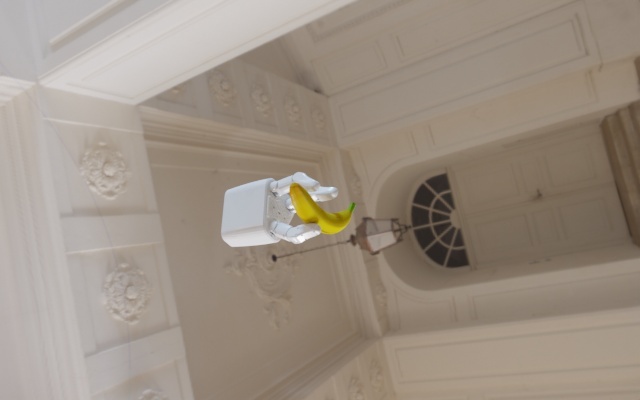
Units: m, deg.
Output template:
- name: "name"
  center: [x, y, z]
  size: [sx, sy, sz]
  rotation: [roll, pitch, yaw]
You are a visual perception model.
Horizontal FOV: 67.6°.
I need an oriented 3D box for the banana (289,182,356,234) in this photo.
- name: "banana"
  center: [0.002, 0.022, 0.842]
  size: [0.037, 0.069, 0.198]
  rotation: [-6, -13, 32]
